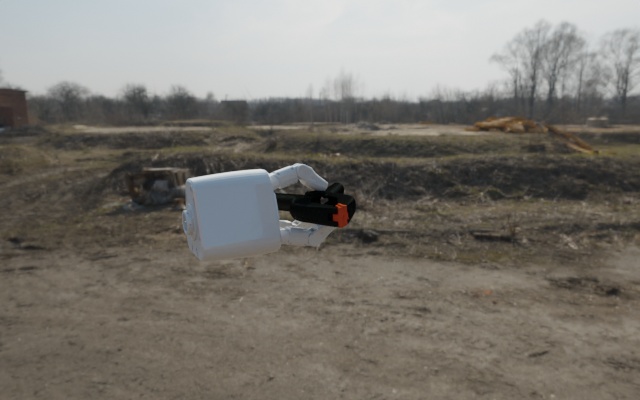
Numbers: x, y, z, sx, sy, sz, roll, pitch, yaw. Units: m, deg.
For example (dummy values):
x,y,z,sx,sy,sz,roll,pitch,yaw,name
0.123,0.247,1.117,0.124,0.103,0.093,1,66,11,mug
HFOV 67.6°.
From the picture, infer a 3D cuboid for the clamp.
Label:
x,y,z,sx,sy,sz,roll,pitch,yaw,name
0.000,0.002,0.706,0.164,0.036,0.210,-10,13,-26,clamp
